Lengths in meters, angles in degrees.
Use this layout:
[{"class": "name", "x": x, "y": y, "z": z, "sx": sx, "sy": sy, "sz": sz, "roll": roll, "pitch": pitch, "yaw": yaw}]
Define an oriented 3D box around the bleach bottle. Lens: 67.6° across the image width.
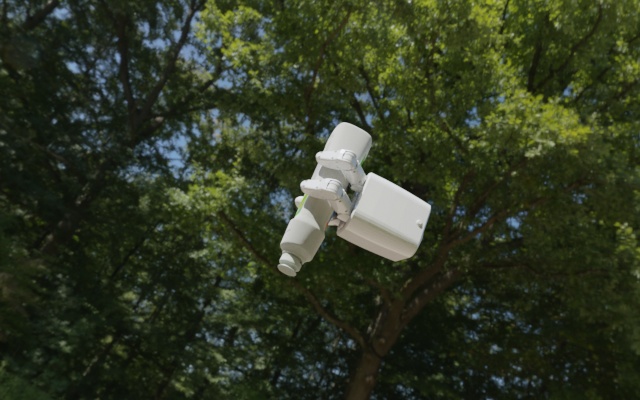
[{"class": "bleach bottle", "x": 0.000, "y": 0.002, "z": 0.722, "sx": 0.068, "sy": 0.250, "sz": 0.103, "roll": 27, "pitch": -29, "yaw": -1}]
